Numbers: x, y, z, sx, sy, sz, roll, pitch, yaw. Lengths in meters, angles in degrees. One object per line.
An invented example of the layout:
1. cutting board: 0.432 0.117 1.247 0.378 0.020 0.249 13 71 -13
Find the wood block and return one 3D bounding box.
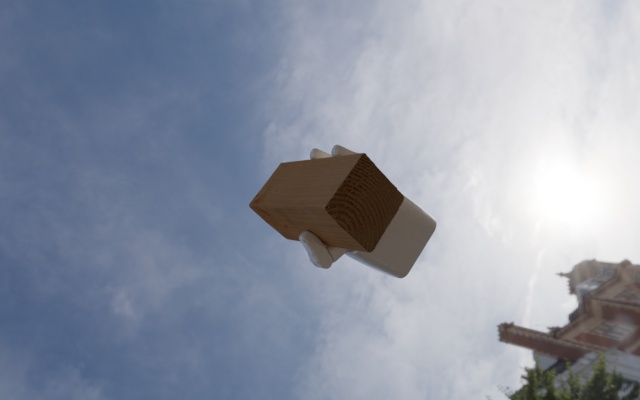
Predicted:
1. wood block: 0.000 0.003 0.656 0.090 0.090 0.206 44 -22 -25
